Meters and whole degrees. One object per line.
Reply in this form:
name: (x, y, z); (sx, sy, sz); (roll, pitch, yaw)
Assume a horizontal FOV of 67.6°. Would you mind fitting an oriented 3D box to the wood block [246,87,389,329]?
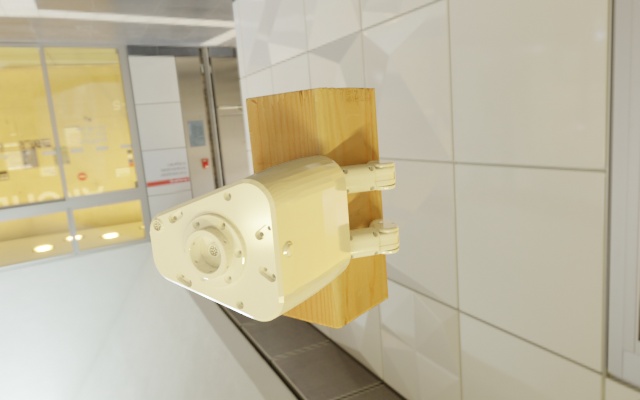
wood block: (0.000, 0.002, 0.458); (0.091, 0.206, 0.090); (3, 12, 39)
